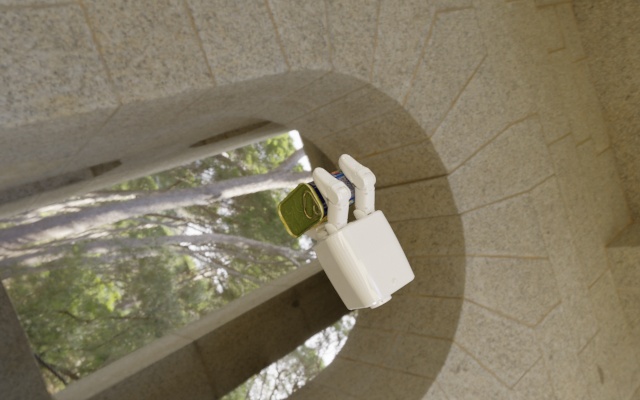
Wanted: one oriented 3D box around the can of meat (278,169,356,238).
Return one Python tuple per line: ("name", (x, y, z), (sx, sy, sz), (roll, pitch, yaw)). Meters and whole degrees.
("can of meat", (0.000, 0.002, 0.682), (0.084, 0.057, 0.102), (-23, -11, -36))
